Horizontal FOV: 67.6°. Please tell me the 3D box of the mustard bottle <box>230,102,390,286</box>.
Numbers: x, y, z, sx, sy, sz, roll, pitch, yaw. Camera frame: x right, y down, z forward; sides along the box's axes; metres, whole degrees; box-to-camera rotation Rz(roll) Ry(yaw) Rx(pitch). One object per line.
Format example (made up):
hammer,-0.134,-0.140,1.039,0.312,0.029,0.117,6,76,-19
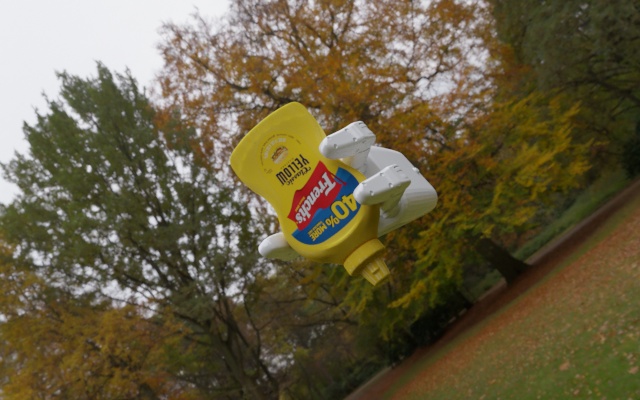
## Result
mustard bottle,0.000,0.001,0.459,0.096,0.191,0.058,-40,-19,3
